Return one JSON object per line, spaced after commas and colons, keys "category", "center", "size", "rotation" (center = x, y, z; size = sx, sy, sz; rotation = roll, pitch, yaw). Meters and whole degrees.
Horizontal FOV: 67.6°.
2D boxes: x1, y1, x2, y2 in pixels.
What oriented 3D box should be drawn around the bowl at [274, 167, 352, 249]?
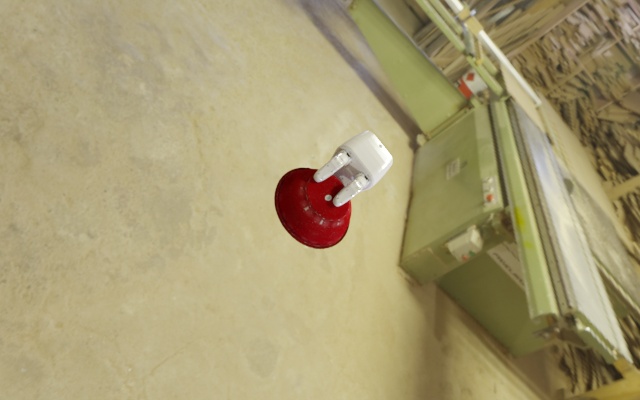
{"category": "bowl", "center": [0.000, 0.004, 0.859], "size": [0.162, 0.162, 0.055], "rotation": [0, -22, -34]}
